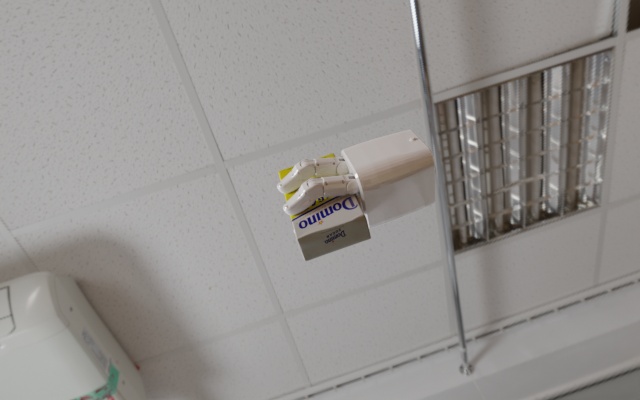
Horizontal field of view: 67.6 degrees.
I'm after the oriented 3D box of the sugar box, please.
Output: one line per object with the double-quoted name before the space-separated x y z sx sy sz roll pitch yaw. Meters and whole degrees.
"sugar box" 0.000 0.002 0.669 0.093 0.048 0.176 -19 32 -2
